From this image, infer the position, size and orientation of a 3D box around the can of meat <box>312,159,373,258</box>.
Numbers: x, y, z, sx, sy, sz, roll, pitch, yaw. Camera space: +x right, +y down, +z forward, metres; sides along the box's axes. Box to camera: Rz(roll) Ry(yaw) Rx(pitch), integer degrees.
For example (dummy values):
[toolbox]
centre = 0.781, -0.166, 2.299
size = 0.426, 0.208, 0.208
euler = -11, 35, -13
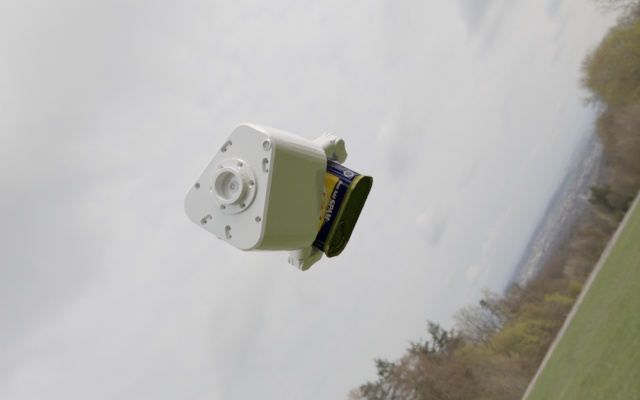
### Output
[can of meat]
centre = 0.000, 0.002, 0.553
size = 0.084, 0.102, 0.057
euler = 27, 12, 22
